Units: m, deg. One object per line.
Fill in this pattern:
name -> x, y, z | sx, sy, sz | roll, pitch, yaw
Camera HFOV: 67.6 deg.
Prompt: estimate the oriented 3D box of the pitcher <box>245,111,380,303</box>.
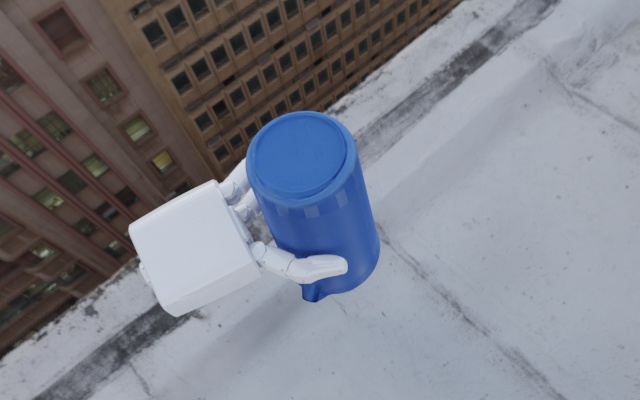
pitcher -> 0.000, 0.002, 0.552 | 0.145, 0.149, 0.243 | -26, -29, -5
